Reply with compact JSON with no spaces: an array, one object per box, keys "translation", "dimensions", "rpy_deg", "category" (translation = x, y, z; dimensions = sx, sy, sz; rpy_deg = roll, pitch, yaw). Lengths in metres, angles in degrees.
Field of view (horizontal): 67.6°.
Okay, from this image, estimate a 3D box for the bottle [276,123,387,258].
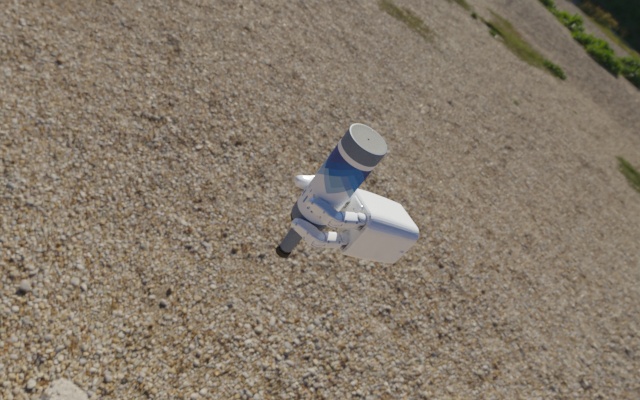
[{"translation":[0.000,0.002,0.788],"dimensions":[0.069,0.069,0.296],"rpy_deg":[0,-39,-38],"category":"bottle"}]
